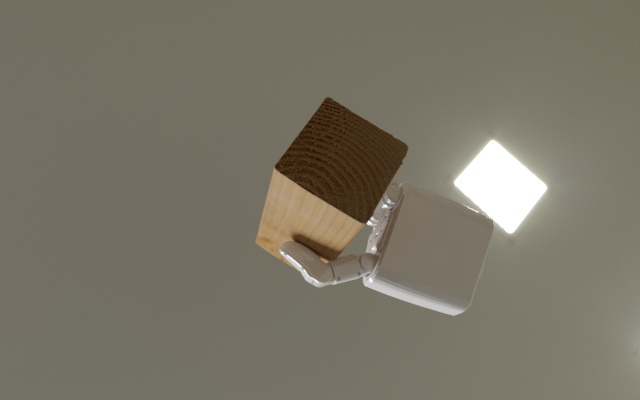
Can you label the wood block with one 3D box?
[{"bbox_3d":[0.000,0.002,0.495,0.090,0.090,0.206,32,-25,2],"label":"wood block"}]
